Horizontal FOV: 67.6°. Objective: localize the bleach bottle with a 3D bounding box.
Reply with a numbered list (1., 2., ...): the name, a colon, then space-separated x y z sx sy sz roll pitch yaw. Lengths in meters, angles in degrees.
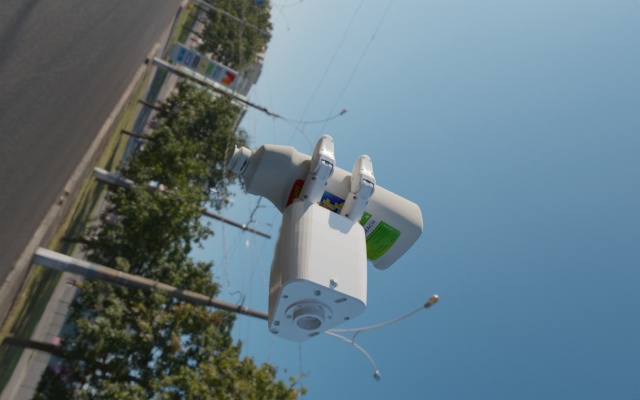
1. bleach bottle: 0.000 0.002 0.594 0.251 0.068 0.103 24 -51 -20
